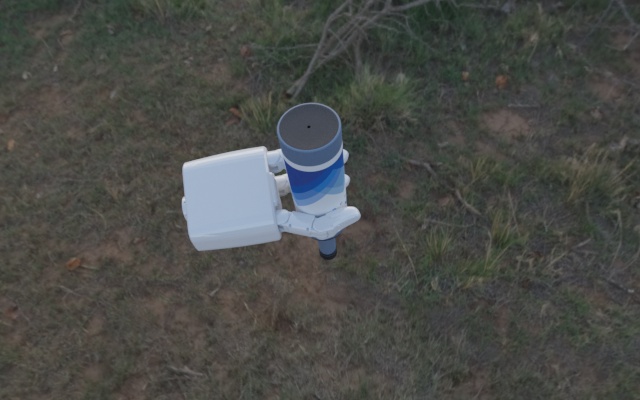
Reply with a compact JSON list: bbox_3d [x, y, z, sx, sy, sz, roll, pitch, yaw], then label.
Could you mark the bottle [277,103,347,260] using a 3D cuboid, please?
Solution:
[{"bbox_3d":[0.000,0.002,0.613,0.069,0.069,0.296,0,-32,6],"label":"bottle"}]
